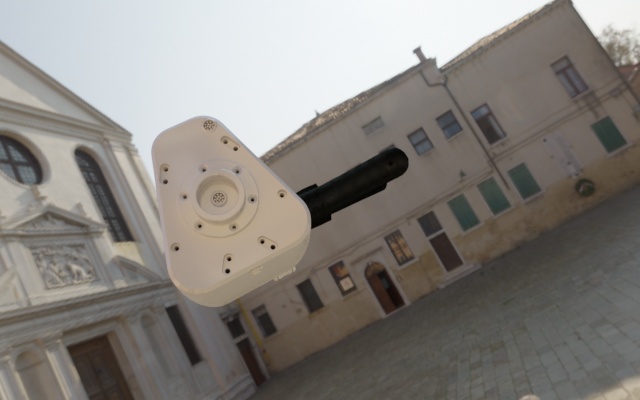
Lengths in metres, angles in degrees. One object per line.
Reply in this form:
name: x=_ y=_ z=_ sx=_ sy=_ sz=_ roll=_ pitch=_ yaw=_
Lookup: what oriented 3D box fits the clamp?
clamp: x=0.000 y=0.001 z=0.428 sx=0.171 sy=0.039 sz=0.120 roll=-27 pitch=-10 yaw=-13
